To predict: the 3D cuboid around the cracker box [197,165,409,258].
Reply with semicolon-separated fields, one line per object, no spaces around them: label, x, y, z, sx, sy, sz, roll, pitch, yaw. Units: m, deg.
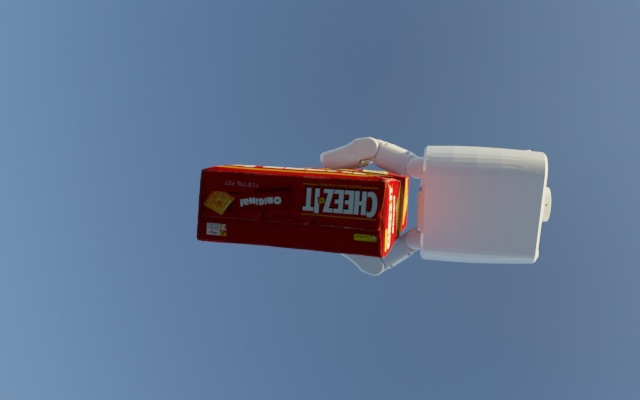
cracker box;0.000;0.002;0.488;0.164;0.072;0.213;3;4;15
